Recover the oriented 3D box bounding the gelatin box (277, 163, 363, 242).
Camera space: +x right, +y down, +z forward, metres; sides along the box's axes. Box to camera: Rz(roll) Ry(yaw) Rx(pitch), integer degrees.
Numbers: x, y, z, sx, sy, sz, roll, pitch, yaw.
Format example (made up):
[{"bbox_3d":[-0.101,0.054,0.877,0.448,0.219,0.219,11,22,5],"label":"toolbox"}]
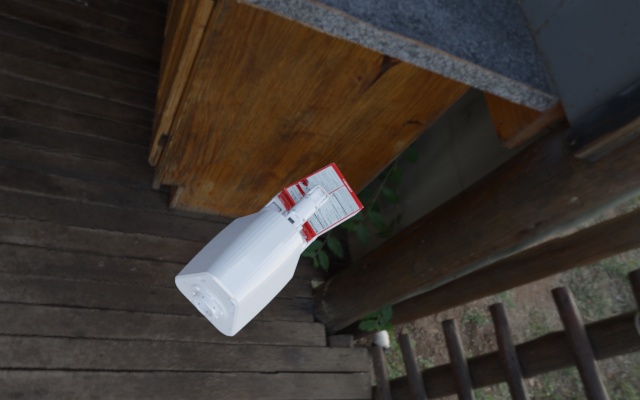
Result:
[{"bbox_3d":[0.001,0.002,0.620,0.089,0.073,0.030,-29,-8,-31],"label":"gelatin box"}]
